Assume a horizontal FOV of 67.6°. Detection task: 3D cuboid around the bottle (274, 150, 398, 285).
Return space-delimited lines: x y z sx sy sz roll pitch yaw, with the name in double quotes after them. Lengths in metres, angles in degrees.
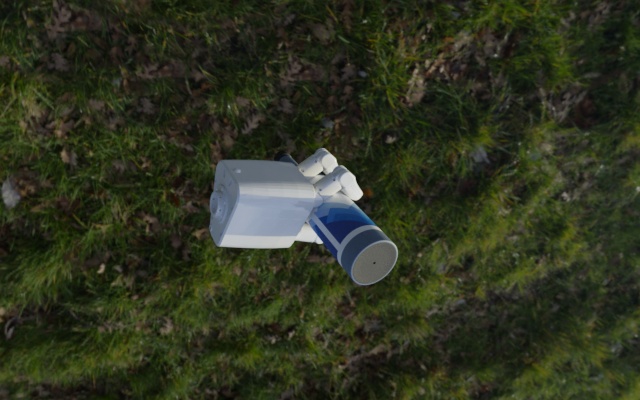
0.000 0.002 0.680 0.069 0.069 0.295 0 30 -31 "bottle"
